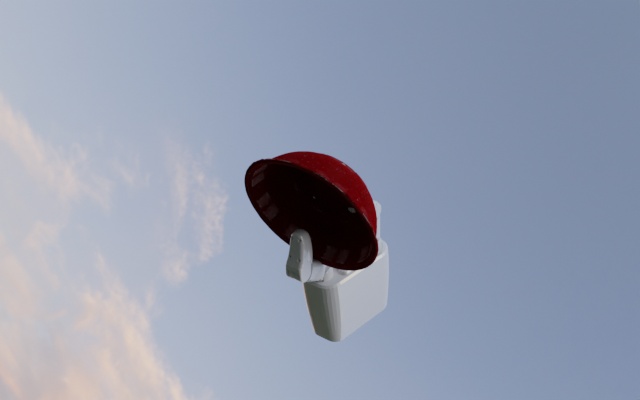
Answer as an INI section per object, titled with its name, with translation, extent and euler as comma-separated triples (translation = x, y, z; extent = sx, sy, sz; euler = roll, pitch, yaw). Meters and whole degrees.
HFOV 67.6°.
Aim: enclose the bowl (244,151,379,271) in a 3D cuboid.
[bowl]
translation = 0.000, 0.001, 0.505
extent = 0.162, 0.162, 0.055
euler = 0, 44, 46
